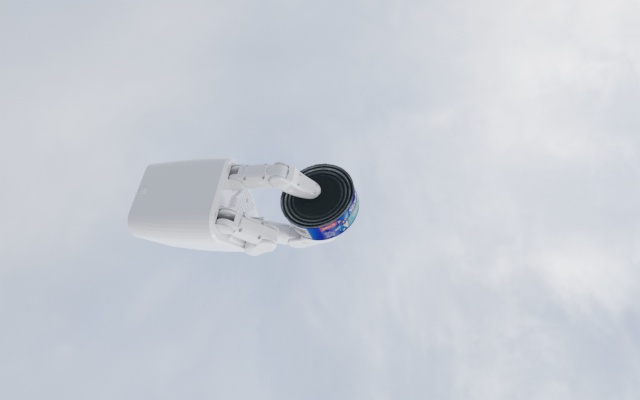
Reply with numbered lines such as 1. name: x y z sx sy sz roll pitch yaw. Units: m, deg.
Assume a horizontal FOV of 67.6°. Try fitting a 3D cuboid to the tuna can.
1. tuna can: 0.000 0.002 0.542 0.086 0.086 0.034 0 -33 20
